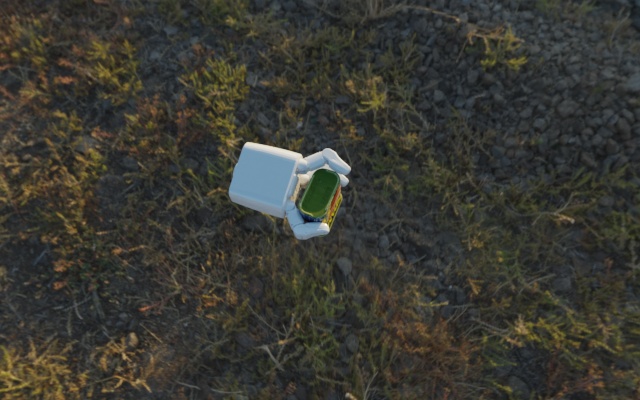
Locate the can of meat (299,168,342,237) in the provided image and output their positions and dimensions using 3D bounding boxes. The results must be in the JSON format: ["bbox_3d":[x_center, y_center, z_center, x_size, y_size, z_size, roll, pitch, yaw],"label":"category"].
[{"bbox_3d":[0.000,0.003,0.864,0.057,0.102,0.084,19,-23,11],"label":"can of meat"}]
